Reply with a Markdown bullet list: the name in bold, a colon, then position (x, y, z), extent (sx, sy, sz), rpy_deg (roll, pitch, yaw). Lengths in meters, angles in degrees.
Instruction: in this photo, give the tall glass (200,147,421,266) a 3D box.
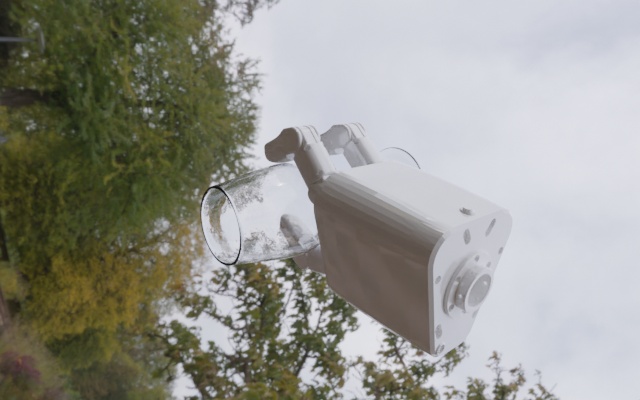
- **tall glass**: position (0.000, 0.001, 0.420), extent (0.201, 0.079, 0.079), rpy_deg (-13, 8, -38)
